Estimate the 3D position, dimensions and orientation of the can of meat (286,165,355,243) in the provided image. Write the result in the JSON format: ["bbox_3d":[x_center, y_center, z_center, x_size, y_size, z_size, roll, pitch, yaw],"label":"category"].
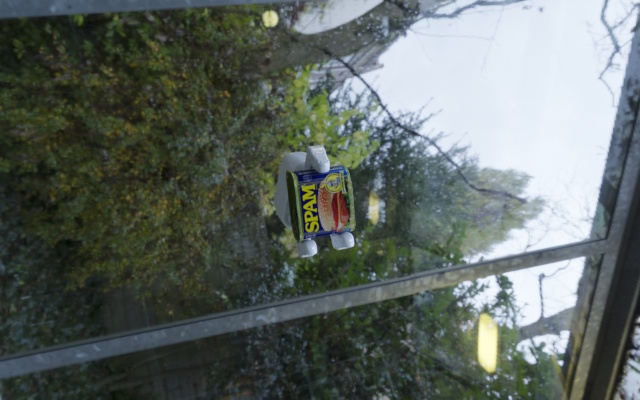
[{"bbox_3d":[0.000,0.002,0.688,0.084,0.102,0.057,-9,14,-14],"label":"can of meat"}]
